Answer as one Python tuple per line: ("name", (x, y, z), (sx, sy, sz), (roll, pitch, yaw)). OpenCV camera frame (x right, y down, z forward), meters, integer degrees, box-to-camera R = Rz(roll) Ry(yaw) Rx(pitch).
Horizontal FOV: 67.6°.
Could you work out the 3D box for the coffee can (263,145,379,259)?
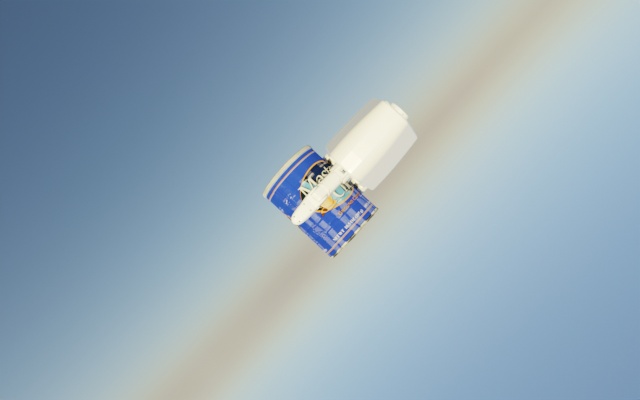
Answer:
("coffee can", (0.000, 0.002, 0.709), (0.140, 0.103, 0.103), (43, 3, 4))
